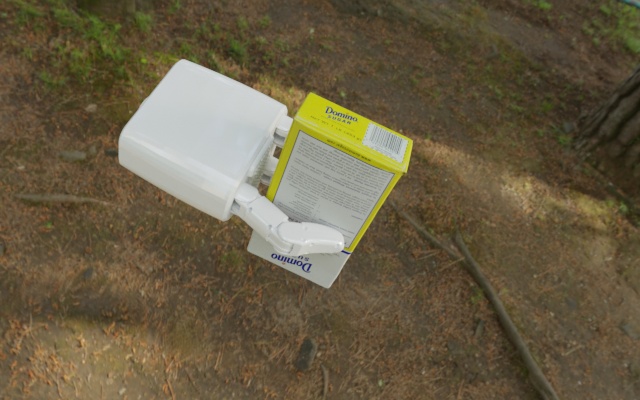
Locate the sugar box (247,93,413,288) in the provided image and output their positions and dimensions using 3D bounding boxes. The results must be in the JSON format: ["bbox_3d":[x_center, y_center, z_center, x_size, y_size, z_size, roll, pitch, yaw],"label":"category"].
[{"bbox_3d":[0.000,0.001,0.422,0.093,0.048,0.176,26,-42,-2],"label":"sugar box"}]
